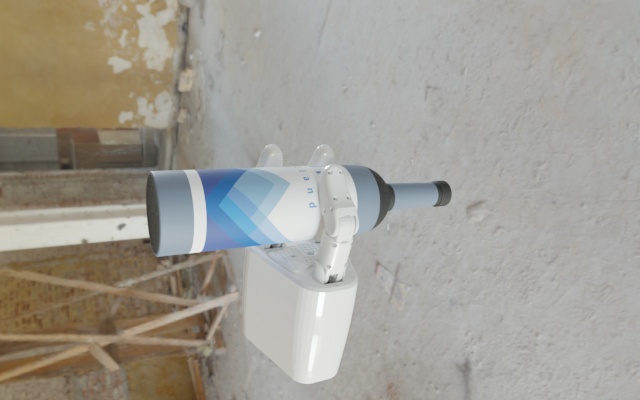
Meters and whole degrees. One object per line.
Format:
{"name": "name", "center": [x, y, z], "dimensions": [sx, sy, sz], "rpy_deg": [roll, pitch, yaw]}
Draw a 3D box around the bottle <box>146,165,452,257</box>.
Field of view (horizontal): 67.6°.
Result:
{"name": "bottle", "center": [0.000, 0.001, 0.437], "dimensions": [0.296, 0.069, 0.069], "rpy_deg": [-4, 2, -28]}
